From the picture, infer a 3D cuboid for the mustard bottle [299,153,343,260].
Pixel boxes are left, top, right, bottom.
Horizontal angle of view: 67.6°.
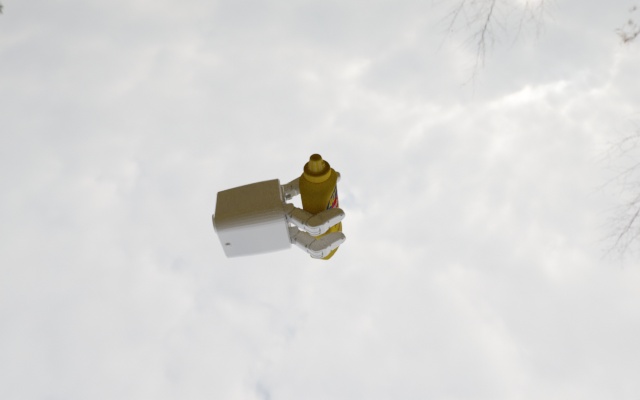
[{"bbox_3d":[0.000,0.003,0.755,0.058,0.096,0.192,7,-42,14],"label":"mustard bottle"}]
